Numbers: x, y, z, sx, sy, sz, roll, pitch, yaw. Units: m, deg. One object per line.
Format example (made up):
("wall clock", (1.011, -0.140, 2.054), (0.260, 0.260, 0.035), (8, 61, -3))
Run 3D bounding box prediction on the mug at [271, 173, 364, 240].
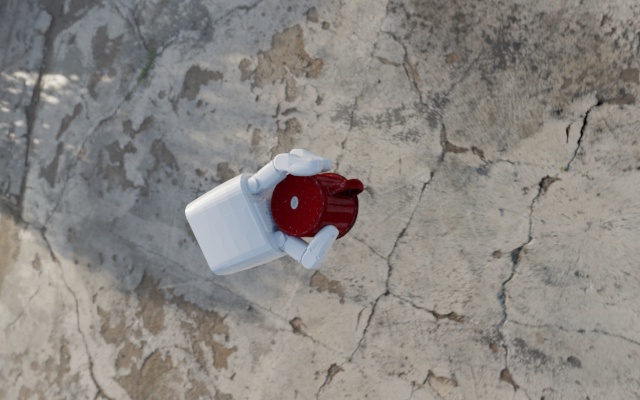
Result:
("mug", (0.001, 0.002, 0.605), (0.117, 0.093, 0.081), (-23, -14, 27))
